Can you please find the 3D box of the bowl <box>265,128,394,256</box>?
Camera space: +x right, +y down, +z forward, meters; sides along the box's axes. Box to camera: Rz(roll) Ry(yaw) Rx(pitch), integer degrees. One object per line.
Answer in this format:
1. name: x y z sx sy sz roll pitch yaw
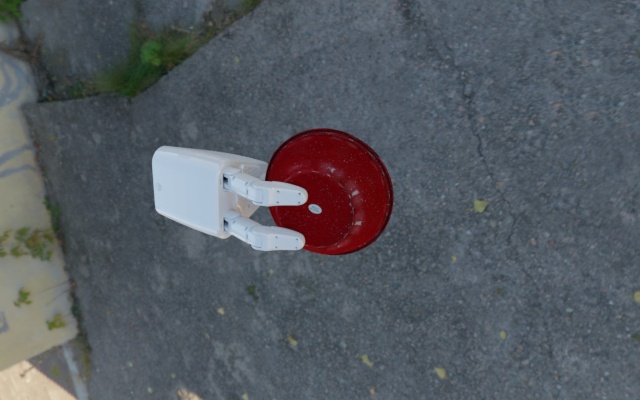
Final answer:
1. bowl: 0.001 0.002 0.549 0.162 0.162 0.055 0 20 18
